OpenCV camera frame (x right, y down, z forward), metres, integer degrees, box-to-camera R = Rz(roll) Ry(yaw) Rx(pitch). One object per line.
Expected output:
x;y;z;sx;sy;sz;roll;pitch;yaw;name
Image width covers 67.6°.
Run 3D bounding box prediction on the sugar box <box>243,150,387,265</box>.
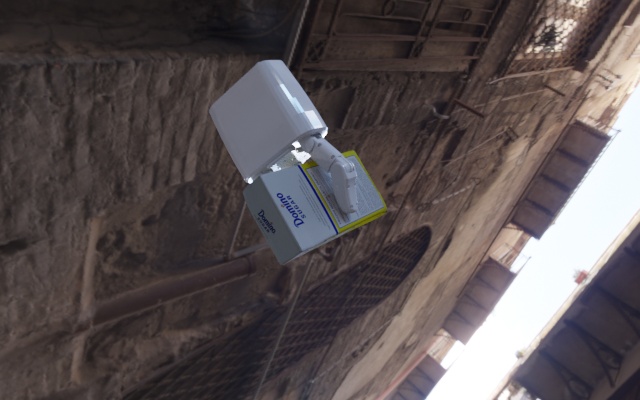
0.000;0.002;0.559;0.176;0.093;0.048;-20;-12;-47;sugar box
